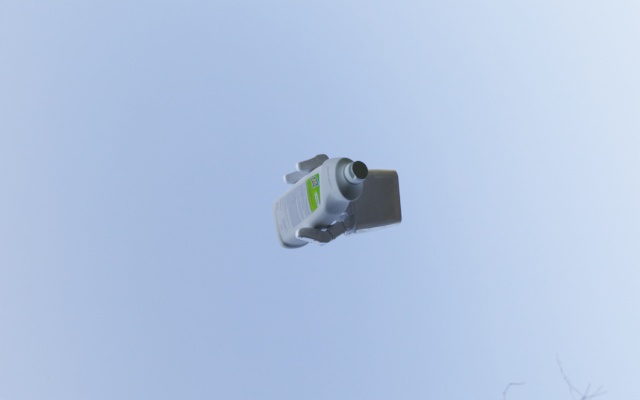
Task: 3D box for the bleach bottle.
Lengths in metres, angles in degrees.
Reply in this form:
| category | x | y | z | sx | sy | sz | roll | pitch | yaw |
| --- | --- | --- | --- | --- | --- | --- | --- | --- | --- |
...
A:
| category | x | y | z | sx | sy | sz | roll | pitch | yaw |
| --- | --- | --- | --- | --- | --- | --- | --- | --- | --- |
| bleach bottle | 0.000 | 0.002 | 0.785 | 0.068 | 0.102 | 0.251 | -6 | -15 | -31 |
